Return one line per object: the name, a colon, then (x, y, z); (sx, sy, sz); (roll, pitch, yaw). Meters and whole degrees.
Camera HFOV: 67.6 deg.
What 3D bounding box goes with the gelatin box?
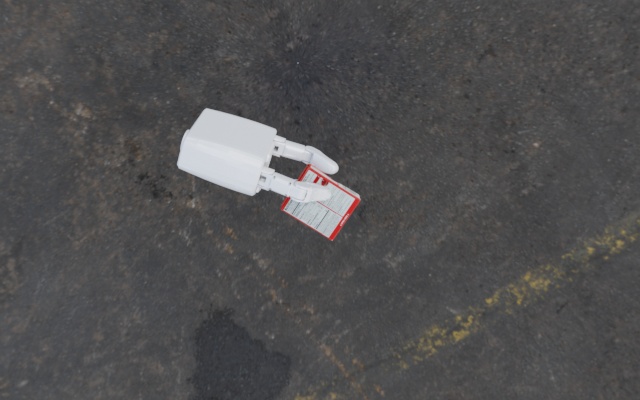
gelatin box: (0.000, 0.002, 0.673); (0.089, 0.073, 0.030); (32, 13, -7)
